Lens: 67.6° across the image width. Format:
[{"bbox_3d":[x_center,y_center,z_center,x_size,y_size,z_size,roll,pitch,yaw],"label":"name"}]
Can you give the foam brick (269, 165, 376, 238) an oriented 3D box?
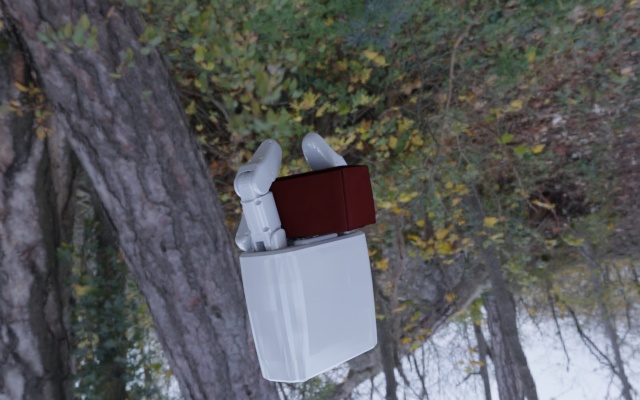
[{"bbox_3d":[0.000,0.001,0.402,0.078,0.051,0.053,-9,0,32],"label":"foam brick"}]
